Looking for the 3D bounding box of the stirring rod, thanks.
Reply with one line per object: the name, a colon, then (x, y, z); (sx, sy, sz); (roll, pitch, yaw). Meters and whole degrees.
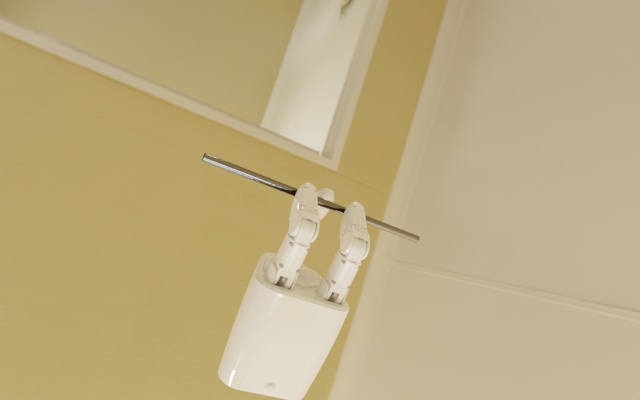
stirring rod: (0.000, 0.002, 0.470); (0.239, 0.011, 0.011); (21, -8, -22)
